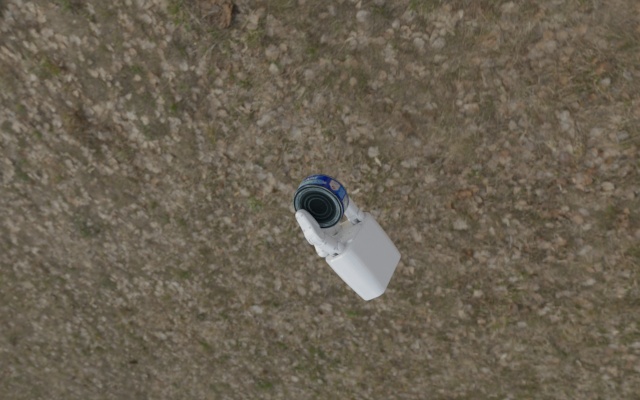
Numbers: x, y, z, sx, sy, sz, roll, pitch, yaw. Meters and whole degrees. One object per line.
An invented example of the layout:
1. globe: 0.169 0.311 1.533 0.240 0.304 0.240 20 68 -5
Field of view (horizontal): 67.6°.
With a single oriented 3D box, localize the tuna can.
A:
1. tuna can: 0.000 0.003 0.760 0.086 0.086 0.033 0 33 22
